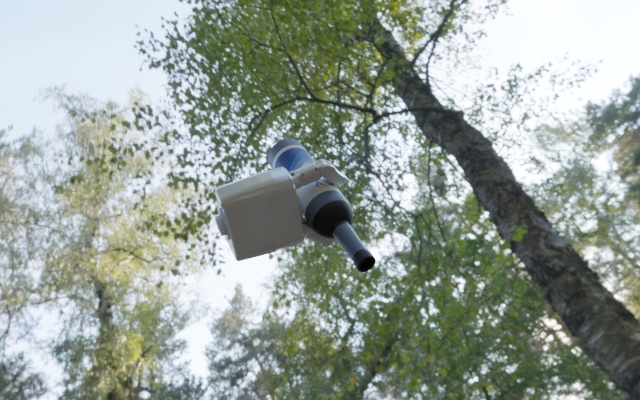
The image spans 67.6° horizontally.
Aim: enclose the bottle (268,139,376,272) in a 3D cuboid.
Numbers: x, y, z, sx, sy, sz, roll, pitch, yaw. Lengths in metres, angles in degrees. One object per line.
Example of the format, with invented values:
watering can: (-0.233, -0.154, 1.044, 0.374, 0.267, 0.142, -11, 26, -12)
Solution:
bottle: (0.000, 0.002, 0.730, 0.069, 0.069, 0.295, 0, 34, -30)
